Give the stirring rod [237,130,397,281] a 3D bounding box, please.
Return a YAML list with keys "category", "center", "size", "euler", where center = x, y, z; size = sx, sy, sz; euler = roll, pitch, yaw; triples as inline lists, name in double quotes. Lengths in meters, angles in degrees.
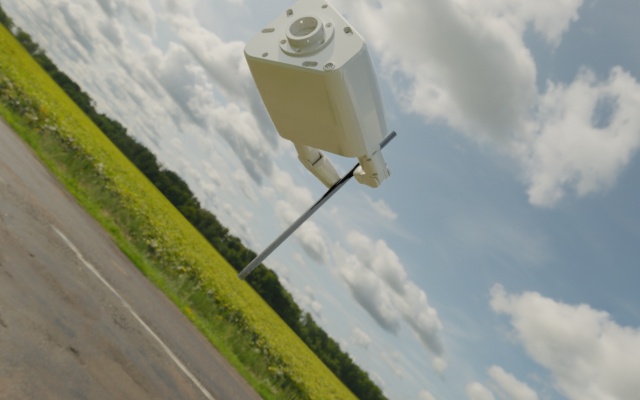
- category: "stirring rod"
  center: [0.000, 0.002, 0.528]
  size: [0.239, 0.011, 0.011]
  euler: [-43, 11, -13]
